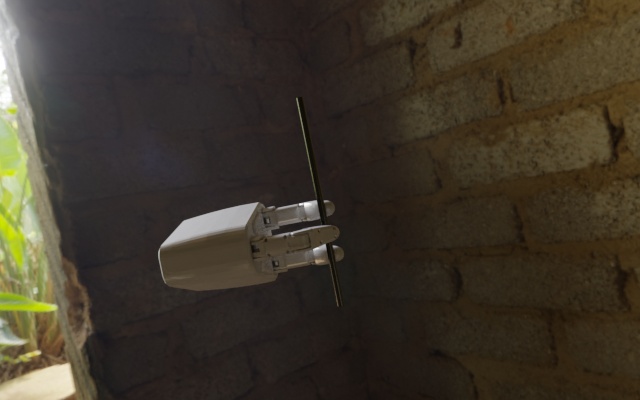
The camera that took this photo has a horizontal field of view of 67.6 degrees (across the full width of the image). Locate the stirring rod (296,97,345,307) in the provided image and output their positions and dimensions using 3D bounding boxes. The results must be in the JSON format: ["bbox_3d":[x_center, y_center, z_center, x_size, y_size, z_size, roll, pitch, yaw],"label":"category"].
[{"bbox_3d":[0.000,0.002,0.542,0.011,0.239,0.011,-11,1,0],"label":"stirring rod"}]
